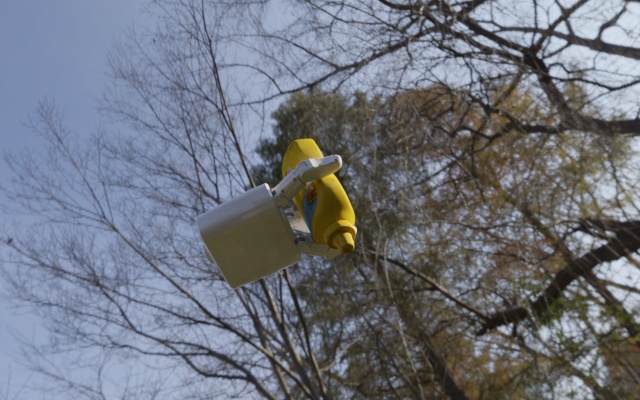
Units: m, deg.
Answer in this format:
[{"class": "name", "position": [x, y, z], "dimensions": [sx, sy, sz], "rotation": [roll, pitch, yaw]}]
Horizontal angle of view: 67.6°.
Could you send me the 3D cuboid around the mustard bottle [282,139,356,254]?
[{"class": "mustard bottle", "position": [0.000, 0.002, 0.659], "dimensions": [0.058, 0.096, 0.191], "rotation": [-7, 40, -20]}]
